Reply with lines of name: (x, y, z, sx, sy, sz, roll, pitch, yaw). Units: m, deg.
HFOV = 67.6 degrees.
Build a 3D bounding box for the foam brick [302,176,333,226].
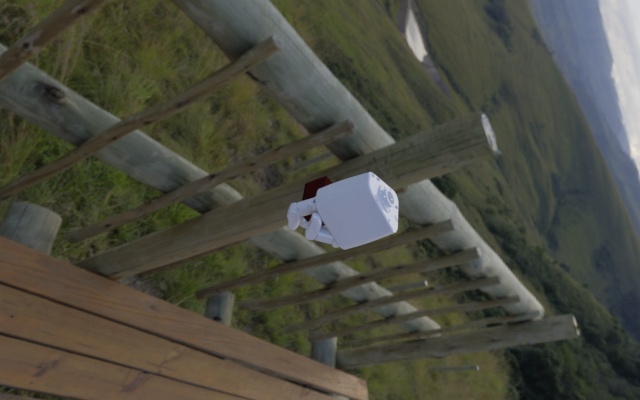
foam brick: (0.000, 0.003, 0.896, 0.051, 0.078, 0.053, -22, -51, 30)
